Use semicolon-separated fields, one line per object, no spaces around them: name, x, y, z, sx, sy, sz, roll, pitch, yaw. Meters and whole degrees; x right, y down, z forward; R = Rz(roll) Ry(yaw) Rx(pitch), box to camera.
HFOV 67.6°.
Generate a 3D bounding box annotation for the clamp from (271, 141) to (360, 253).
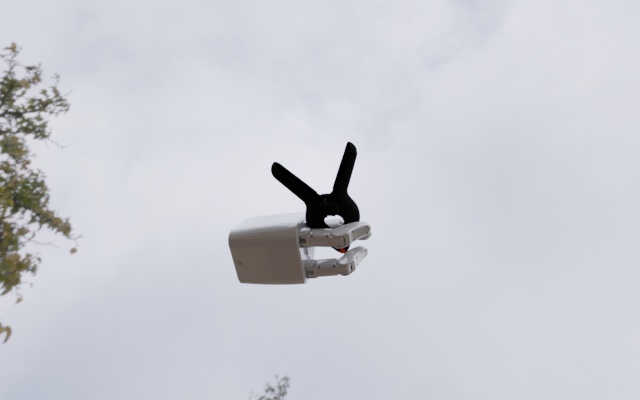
clamp;0.000;0.002;0.681;0.120;0.171;0.039;-4;27;10
